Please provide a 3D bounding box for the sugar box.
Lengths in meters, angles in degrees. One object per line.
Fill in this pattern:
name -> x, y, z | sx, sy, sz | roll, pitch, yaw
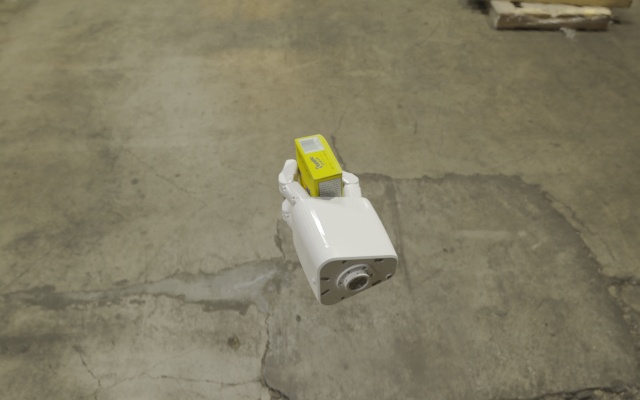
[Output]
sugar box -> 0.000, 0.002, 0.690 | 0.048, 0.176, 0.093 | -13, 45, -12
